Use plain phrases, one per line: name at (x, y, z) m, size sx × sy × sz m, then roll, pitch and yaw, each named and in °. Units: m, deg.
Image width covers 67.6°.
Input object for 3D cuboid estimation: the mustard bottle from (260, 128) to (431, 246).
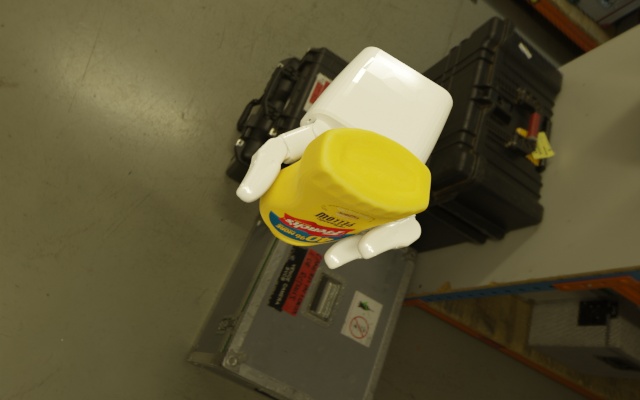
mustard bottle at (0.000, 0.002, 0.418) m, size 0.096 × 0.058 × 0.192 m, roll 18°, pitch -22°, yaw -23°
